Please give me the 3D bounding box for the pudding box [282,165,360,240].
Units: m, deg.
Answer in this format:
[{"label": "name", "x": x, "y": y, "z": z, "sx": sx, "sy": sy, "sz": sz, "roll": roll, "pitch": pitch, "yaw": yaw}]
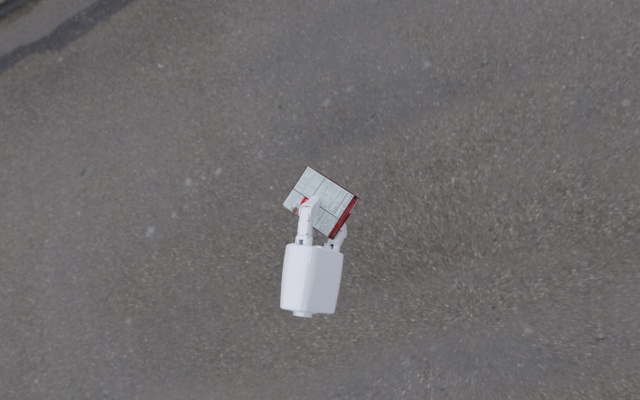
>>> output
[{"label": "pudding box", "x": 0.000, "y": 0.003, "z": 0.849, "sx": 0.113, "sy": 0.090, "sz": 0.039, "roll": 34, "pitch": 0, "yaw": 21}]
